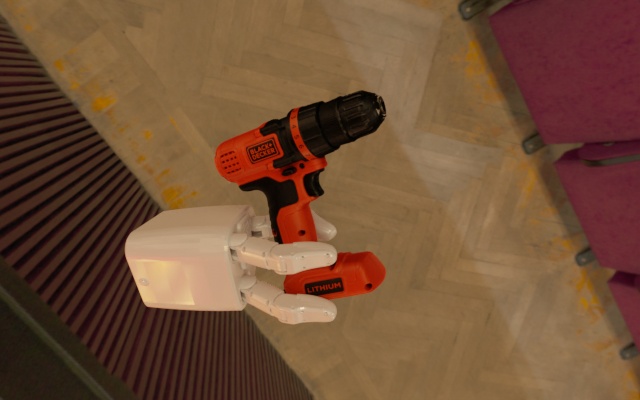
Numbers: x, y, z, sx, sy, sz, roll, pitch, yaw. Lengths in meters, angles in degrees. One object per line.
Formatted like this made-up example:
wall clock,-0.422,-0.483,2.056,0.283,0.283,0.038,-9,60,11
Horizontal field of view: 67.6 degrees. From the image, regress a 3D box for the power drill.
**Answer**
power drill,0.000,0.002,0.472,0.184,0.187,0.057,-16,8,28
